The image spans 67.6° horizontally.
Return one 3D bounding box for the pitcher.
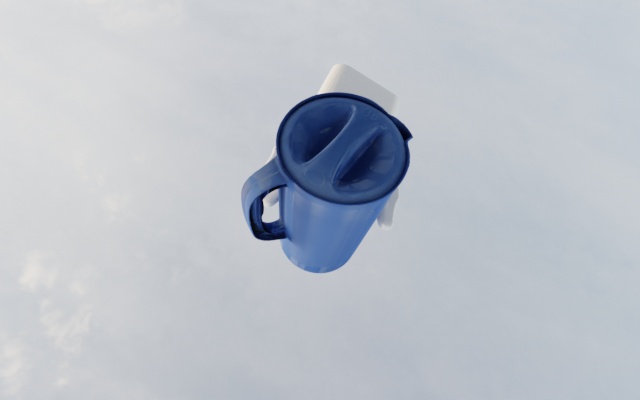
[{"bbox_3d":[0.000,0.002,0.563,0.149,0.145,0.243,18,-29,2],"label":"pitcher"}]
